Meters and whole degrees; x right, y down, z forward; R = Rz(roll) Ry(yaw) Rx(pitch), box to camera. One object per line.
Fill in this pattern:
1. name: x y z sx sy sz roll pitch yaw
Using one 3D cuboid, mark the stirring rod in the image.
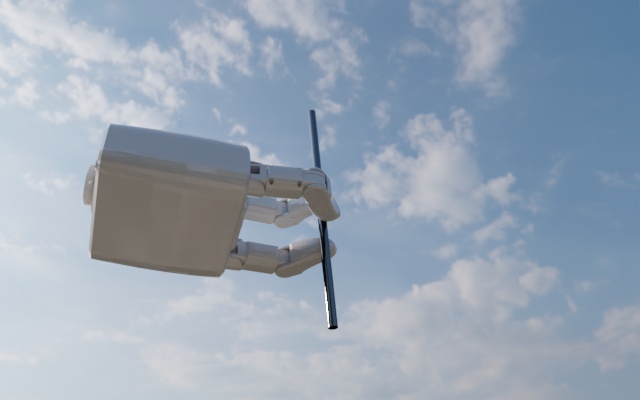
1. stirring rod: 0.000 0.001 0.434 0.011 0.239 0.011 -4 -37 -3
